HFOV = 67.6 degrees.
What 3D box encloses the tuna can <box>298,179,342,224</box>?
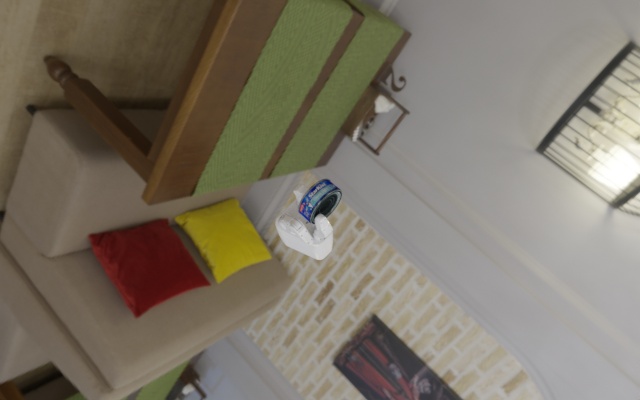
[{"bbox_3d":[0.001,0.003,0.891,0.033,0.086,0.086,42,19,22],"label":"tuna can"}]
